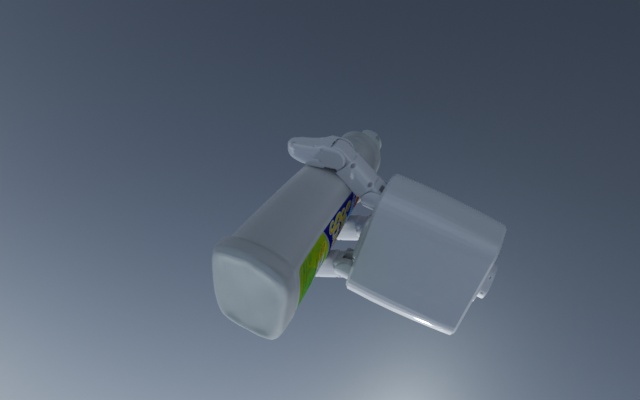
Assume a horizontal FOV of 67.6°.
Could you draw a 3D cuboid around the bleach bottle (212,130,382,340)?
[{"bbox_3d":[0.000,0.002,0.445,0.068,0.103,0.250,24,47,14],"label":"bleach bottle"}]
